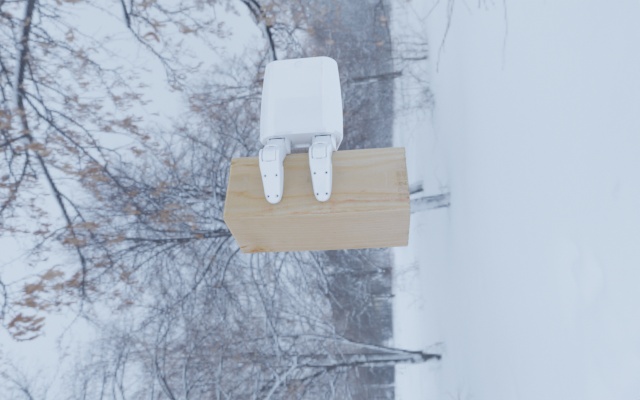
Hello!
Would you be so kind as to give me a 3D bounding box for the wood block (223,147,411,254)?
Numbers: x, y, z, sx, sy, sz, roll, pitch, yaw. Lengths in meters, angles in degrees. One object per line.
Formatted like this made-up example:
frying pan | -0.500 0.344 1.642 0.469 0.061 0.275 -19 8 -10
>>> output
wood block | 0.000 0.002 0.576 0.206 0.090 0.091 -3 -33 7
